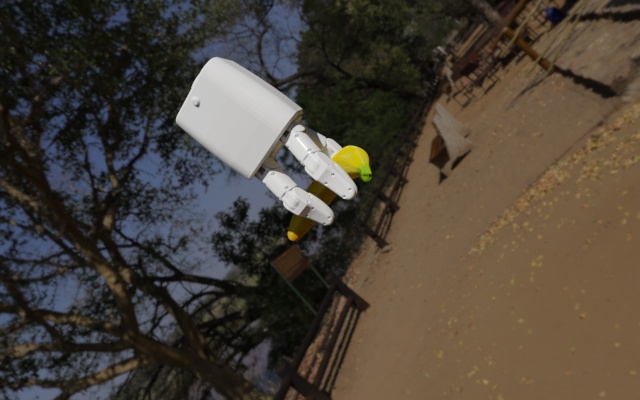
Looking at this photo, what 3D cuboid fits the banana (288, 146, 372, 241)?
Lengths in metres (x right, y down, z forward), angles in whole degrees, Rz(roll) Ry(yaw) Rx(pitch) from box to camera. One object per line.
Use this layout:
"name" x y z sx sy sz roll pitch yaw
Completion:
"banana" 0.008 -0.013 0.578 0.037 0.069 0.198 32 -35 -9
